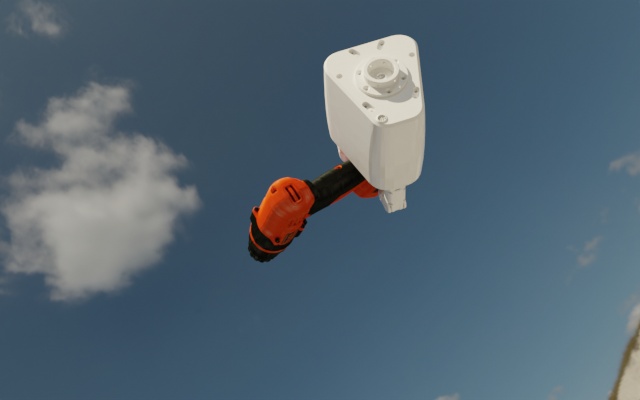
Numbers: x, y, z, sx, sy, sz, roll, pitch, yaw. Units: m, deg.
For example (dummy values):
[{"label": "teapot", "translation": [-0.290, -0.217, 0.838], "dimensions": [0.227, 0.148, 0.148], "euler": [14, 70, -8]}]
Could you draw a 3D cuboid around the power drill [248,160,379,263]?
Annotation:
[{"label": "power drill", "translation": [0.000, 0.002, 0.579], "dimensions": [0.187, 0.057, 0.184], "euler": [-31, -10, -27]}]
